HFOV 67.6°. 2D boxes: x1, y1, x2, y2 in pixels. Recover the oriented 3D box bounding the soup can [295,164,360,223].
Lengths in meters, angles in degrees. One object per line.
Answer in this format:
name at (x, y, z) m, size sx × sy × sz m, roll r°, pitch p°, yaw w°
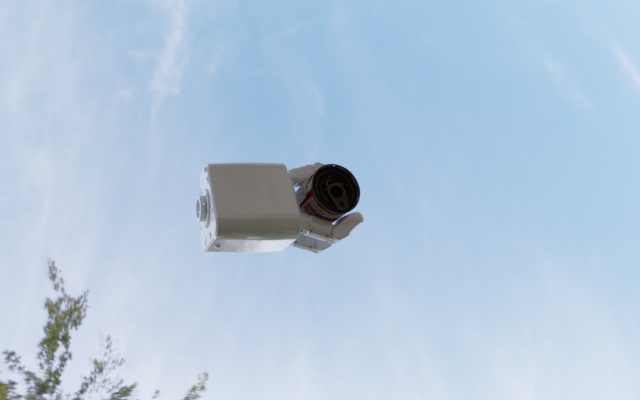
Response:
soup can at (0.000, 0.002, 0.644) m, size 0.068 × 0.068 × 0.102 m, roll 0°, pitch -20°, yaw -25°
